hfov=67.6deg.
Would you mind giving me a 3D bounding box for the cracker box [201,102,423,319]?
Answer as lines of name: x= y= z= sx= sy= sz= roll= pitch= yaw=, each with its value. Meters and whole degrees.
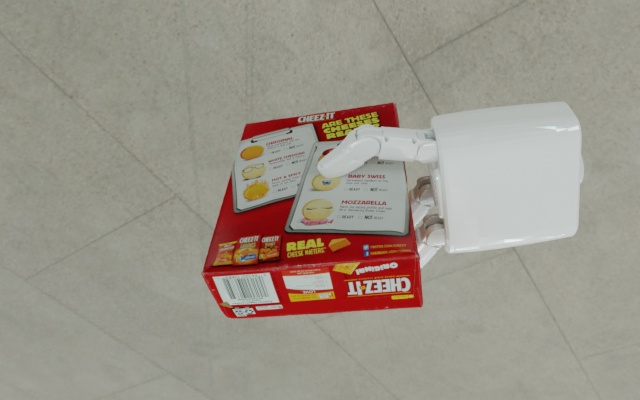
cracker box: x=0.000 y=0.001 z=0.442 sx=0.164 sy=0.072 sz=0.213 roll=-6 pitch=40 yaw=8
